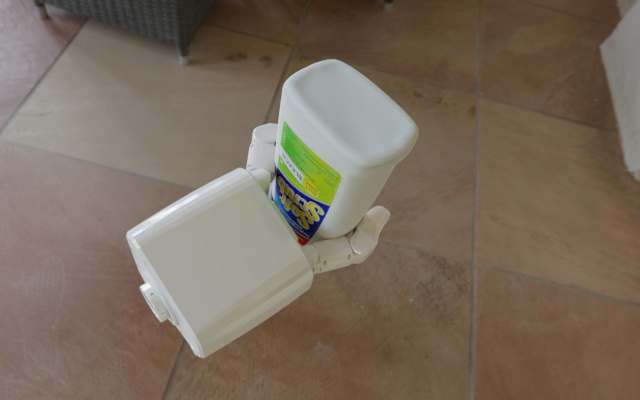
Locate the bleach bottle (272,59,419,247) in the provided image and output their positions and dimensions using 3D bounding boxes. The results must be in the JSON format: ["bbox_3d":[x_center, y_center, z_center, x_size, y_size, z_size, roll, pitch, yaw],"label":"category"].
[{"bbox_3d":[0.000,0.001,0.433,0.068,0.102,0.251,-33,-22,-27],"label":"bleach bottle"}]
